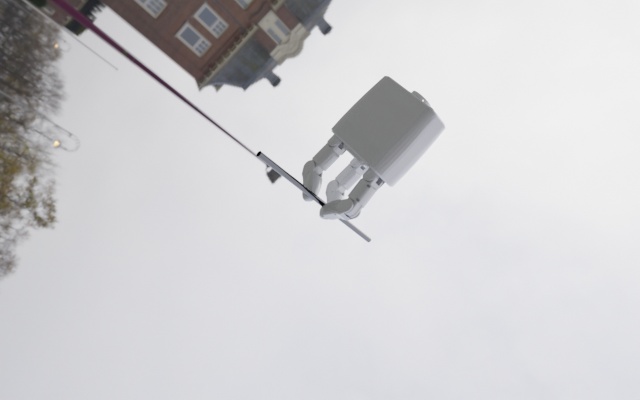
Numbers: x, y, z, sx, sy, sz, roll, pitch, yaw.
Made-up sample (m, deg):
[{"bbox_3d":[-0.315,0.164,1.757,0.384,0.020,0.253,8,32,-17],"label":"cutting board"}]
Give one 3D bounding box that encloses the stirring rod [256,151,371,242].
[{"bbox_3d":[0.000,0.002,0.639,0.011,0.011,0.240,0,-28,43],"label":"stirring rod"}]
